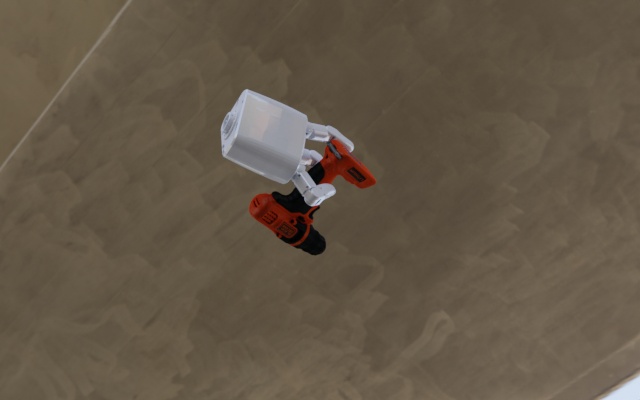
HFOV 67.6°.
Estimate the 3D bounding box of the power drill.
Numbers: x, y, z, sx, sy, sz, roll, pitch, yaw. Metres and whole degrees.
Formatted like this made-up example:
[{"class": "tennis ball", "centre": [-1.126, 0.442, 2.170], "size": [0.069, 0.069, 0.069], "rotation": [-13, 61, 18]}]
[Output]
[{"class": "power drill", "centre": [0.000, 0.002, 0.801], "size": [0.184, 0.187, 0.057], "rotation": [39, 12, -45]}]
